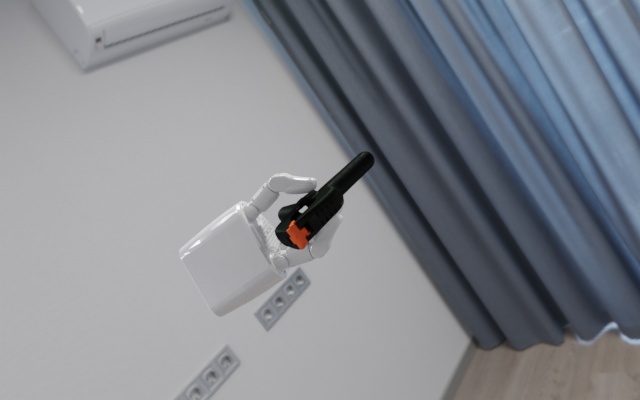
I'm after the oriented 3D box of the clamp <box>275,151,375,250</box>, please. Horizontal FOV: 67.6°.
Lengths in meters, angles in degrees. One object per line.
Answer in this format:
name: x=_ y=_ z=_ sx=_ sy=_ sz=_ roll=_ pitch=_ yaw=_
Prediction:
clamp: x=-0.001 y=0.002 z=0.596 sx=0.164 sy=0.036 sz=0.210 roll=-36 pitch=8 yaw=11
